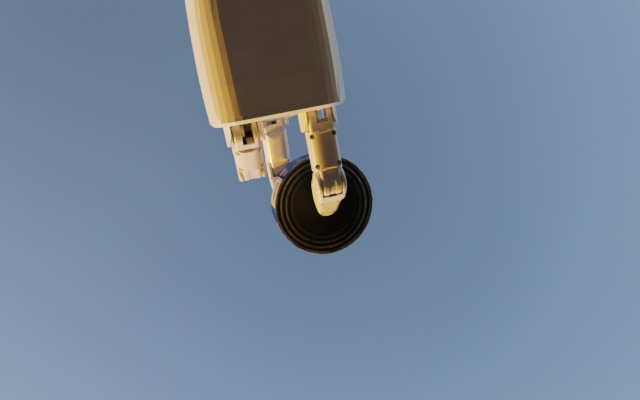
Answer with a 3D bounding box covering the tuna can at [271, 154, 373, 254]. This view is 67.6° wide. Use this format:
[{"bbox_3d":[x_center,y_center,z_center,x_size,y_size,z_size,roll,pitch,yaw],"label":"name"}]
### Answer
[{"bbox_3d":[0.000,0.001,0.421,0.086,0.086,0.033,0,10,-14],"label":"tuna can"}]
